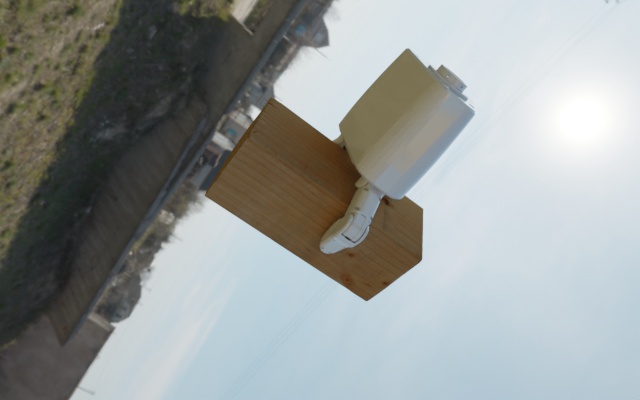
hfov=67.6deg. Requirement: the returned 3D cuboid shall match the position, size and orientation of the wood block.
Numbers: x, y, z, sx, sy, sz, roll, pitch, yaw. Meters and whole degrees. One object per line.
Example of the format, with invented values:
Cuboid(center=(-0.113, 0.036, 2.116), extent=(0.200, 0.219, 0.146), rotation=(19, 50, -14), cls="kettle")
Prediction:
Cuboid(center=(0.000, 0.002, 0.498), extent=(0.206, 0.090, 0.090), rotation=(35, -54, -14), cls="wood block")
